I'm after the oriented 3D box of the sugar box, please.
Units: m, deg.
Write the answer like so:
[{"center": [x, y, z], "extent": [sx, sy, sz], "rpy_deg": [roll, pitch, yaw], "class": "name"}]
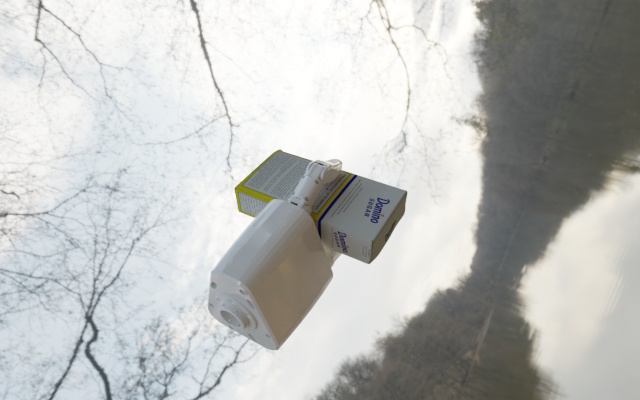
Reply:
[{"center": [0.000, 0.002, 0.549], "extent": [0.176, 0.048, 0.093], "rpy_deg": [22, 47, 22], "class": "sugar box"}]
